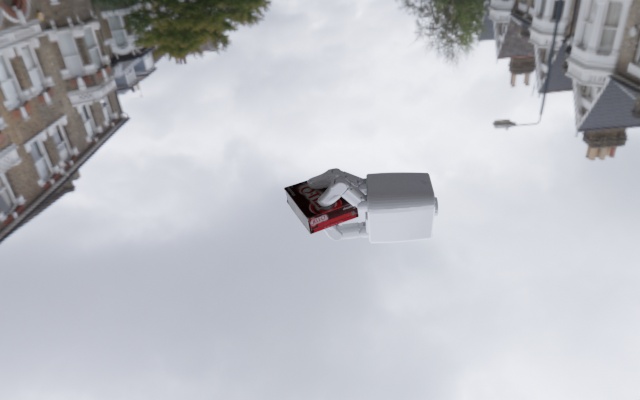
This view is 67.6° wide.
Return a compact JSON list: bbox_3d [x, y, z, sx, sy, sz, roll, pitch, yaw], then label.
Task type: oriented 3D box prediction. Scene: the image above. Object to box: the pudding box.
[{"bbox_3d":[0.000,0.003,0.808,0.090,0.039,0.113,-18,32,-17],"label":"pudding box"}]
